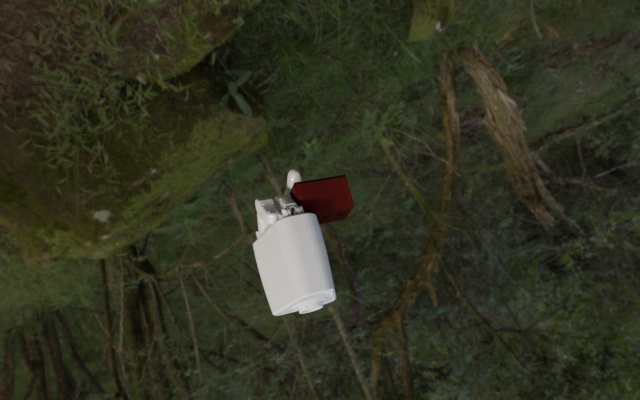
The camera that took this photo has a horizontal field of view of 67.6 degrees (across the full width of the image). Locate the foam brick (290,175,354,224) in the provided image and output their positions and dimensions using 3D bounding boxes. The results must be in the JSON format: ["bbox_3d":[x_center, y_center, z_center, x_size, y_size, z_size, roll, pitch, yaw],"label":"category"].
[{"bbox_3d":[0.000,0.002,0.678,0.078,0.051,0.053,-10,-21,-18],"label":"foam brick"}]
